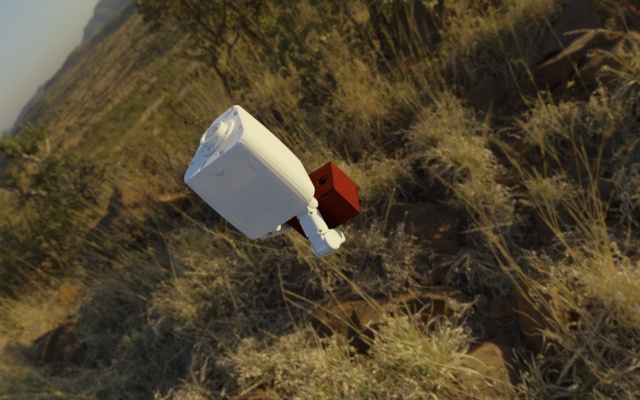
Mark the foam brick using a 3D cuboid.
[{"bbox_3d":[0.000,0.002,0.569,0.078,0.053,0.051,-32,-55,22],"label":"foam brick"}]
